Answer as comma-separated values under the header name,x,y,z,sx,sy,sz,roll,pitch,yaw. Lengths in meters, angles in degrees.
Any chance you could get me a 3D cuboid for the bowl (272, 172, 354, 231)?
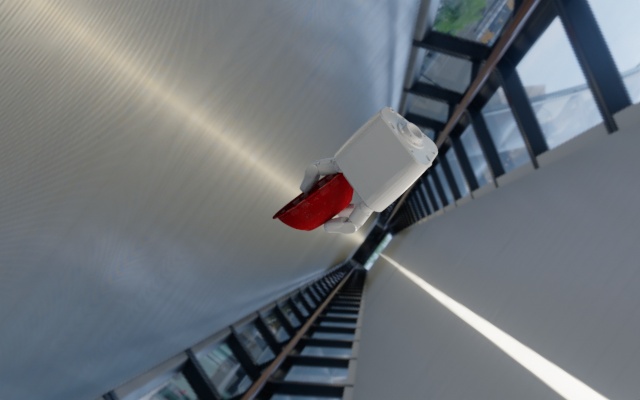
name,x,y,z,sx,sy,sz,roll,pitch,yaw
bowl,0.000,0.003,0.797,0.162,0.055,0.162,-35,6,4
